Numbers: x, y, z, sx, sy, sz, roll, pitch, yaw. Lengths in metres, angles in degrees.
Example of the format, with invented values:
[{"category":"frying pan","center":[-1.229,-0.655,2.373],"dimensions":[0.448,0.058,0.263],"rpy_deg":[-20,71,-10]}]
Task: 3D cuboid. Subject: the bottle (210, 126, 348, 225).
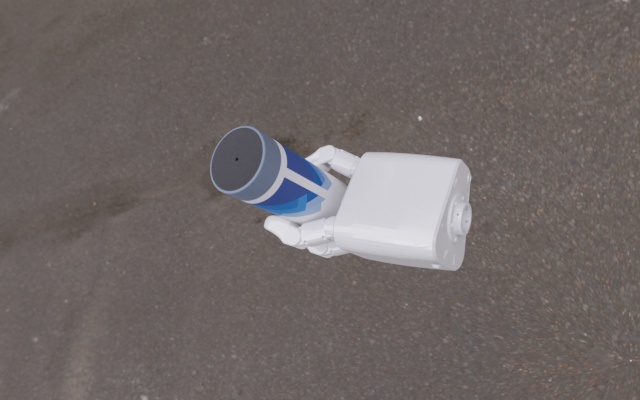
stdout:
[{"category":"bottle","center":[0.000,0.002,0.556],"dimensions":[0.069,0.069,0.296],"rpy_deg":[0,-16,33]}]
